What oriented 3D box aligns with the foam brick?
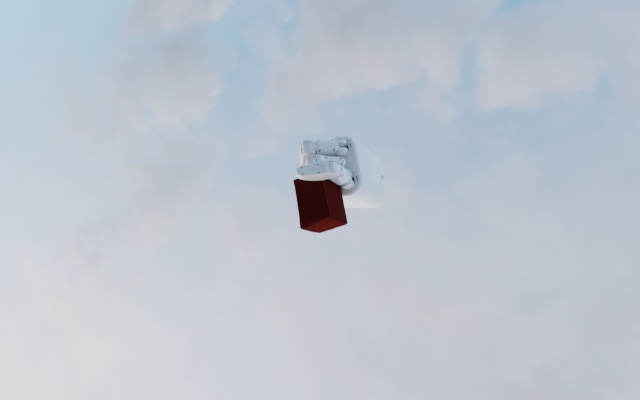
[{"bbox_3d":[0.000,0.003,0.695,0.053,0.078,0.051,-20,-24,27],"label":"foam brick"}]
